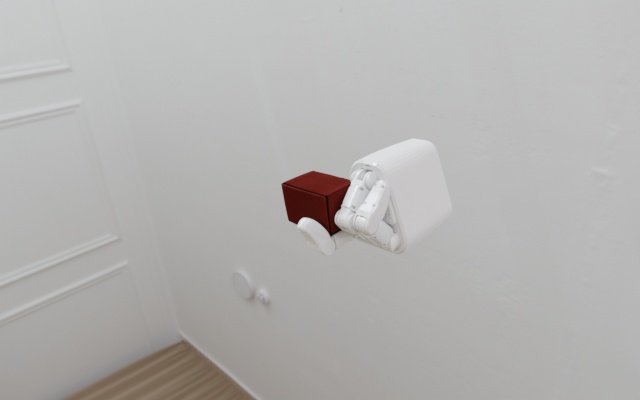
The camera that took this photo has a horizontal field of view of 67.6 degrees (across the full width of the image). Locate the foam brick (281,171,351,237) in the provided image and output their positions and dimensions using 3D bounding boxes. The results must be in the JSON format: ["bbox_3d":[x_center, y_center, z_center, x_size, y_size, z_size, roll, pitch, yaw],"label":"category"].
[{"bbox_3d":[0.000,0.002,0.573,0.051,0.053,0.078,-27,31,-37],"label":"foam brick"}]
